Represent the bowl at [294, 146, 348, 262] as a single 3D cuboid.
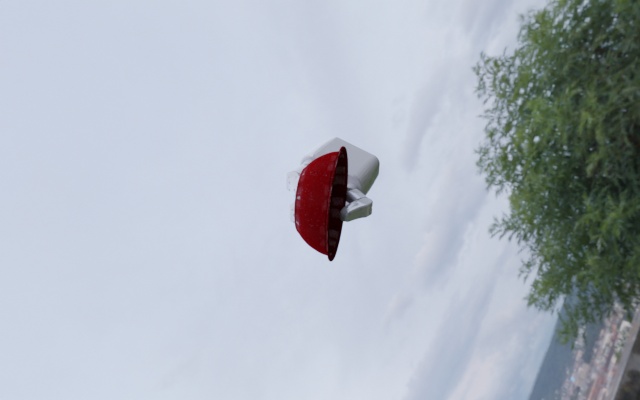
[{"bbox_3d":[-0.001,0.002,0.668,0.055,0.162,0.162,6,1,9],"label":"bowl"}]
